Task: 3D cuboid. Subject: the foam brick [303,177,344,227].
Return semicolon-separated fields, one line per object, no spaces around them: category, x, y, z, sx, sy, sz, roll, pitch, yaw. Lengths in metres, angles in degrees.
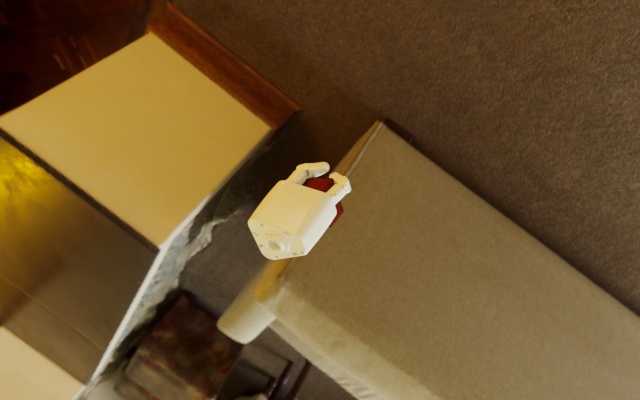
foam brick;0.000;0.003;0.870;0.053;0.078;0.051;5;40;34
